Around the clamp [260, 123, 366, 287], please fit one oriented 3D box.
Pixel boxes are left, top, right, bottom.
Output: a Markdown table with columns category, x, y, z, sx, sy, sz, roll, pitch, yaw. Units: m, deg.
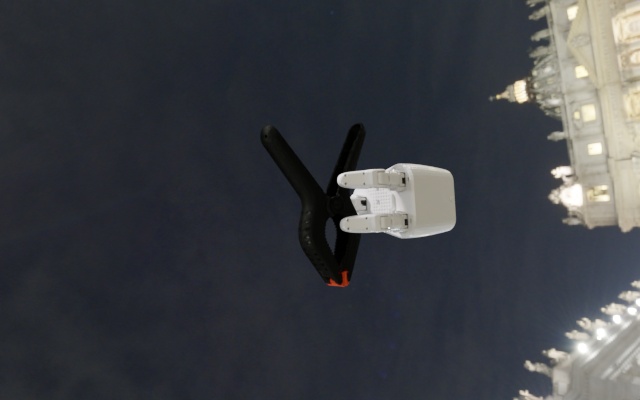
| category | x | y | z | sx | sy | sz | roll | pitch | yaw |
| --- | --- | --- | --- | --- | --- | --- | --- | --- | --- |
| clamp | 0.000 | 0.003 | 0.584 | 0.164 | 0.210 | 0.036 | -1 | -3 | -41 |
